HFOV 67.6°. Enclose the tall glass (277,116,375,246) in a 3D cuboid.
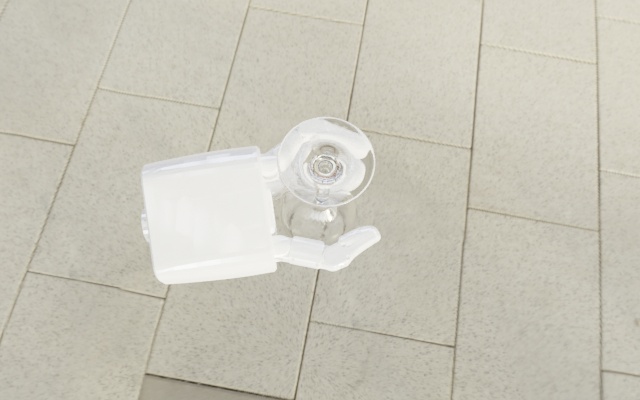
[{"bbox_3d":[0.000,0.001,0.451,0.079,0.079,0.201,0,-19,-2],"label":"tall glass"}]
